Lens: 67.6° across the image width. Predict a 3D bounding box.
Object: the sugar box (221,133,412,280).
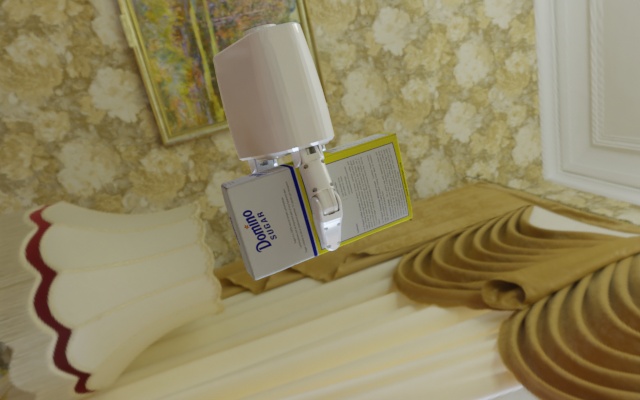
[{"bbox_3d":[0.000,0.001,0.470,0.176,0.093,0.048,-18,14,-15],"label":"sugar box"}]
